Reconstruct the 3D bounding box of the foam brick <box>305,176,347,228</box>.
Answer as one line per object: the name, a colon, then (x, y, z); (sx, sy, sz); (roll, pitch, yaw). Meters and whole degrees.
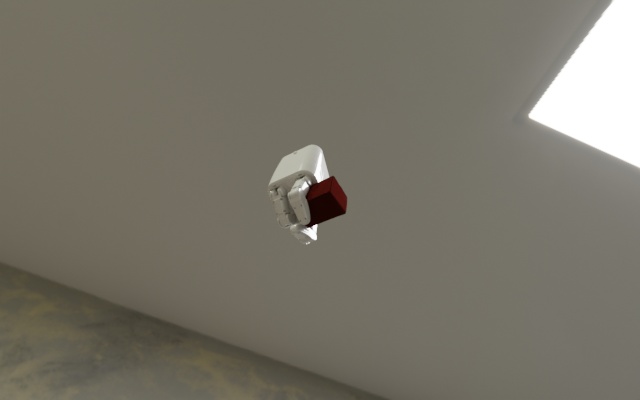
foam brick: (0.000, 0.003, 0.819); (0.078, 0.053, 0.051); (-22, 28, 23)
